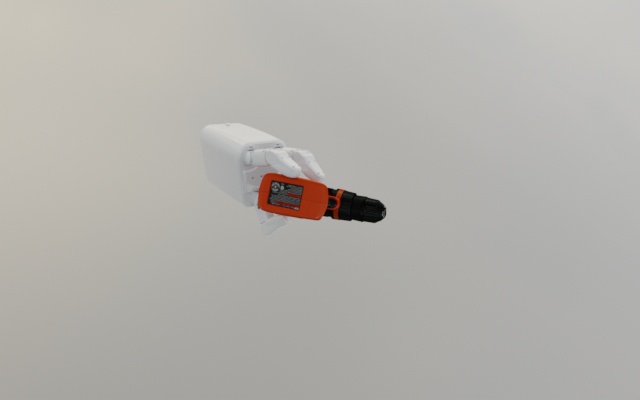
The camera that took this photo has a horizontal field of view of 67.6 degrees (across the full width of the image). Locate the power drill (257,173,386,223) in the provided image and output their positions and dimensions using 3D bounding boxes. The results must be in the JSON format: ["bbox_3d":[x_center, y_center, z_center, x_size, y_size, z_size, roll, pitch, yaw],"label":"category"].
[{"bbox_3d":[0.000,0.002,0.740,0.184,0.057,0.187,9,-1,17],"label":"power drill"}]
